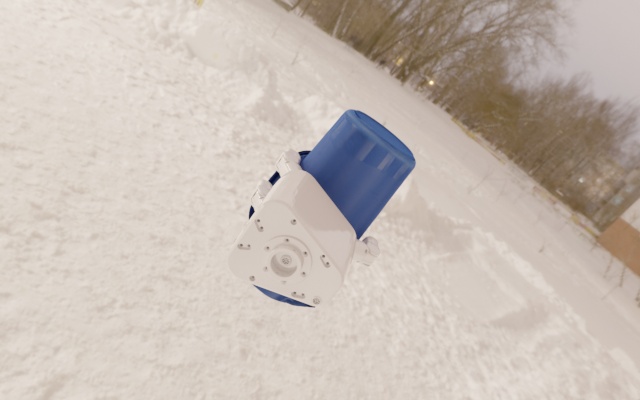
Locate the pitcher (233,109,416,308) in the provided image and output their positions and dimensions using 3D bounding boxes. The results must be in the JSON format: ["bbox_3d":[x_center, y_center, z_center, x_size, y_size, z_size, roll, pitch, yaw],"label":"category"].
[{"bbox_3d":[0.000,0.002,0.614,0.149,0.243,0.145,37,19,-4],"label":"pitcher"}]
